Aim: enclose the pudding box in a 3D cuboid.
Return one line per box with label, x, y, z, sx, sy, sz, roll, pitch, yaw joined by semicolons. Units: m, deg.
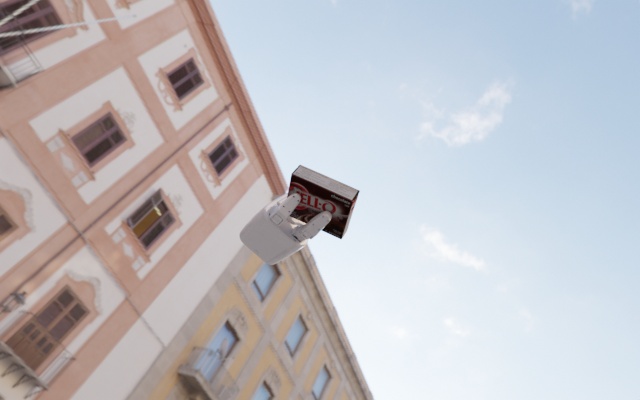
pudding box;0.000;0.003;0.791;0.113;0.090;0.039;22;43;10
